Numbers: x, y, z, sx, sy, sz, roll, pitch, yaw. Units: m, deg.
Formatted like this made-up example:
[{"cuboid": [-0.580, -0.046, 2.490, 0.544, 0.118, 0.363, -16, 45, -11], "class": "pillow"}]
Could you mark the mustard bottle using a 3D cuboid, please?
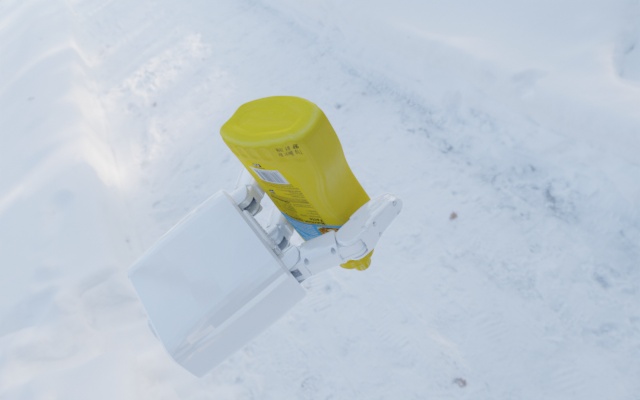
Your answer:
[{"cuboid": [0.000, 0.001, 0.408, 0.096, 0.058, 0.192, 10, -34, 41], "class": "mustard bottle"}]
